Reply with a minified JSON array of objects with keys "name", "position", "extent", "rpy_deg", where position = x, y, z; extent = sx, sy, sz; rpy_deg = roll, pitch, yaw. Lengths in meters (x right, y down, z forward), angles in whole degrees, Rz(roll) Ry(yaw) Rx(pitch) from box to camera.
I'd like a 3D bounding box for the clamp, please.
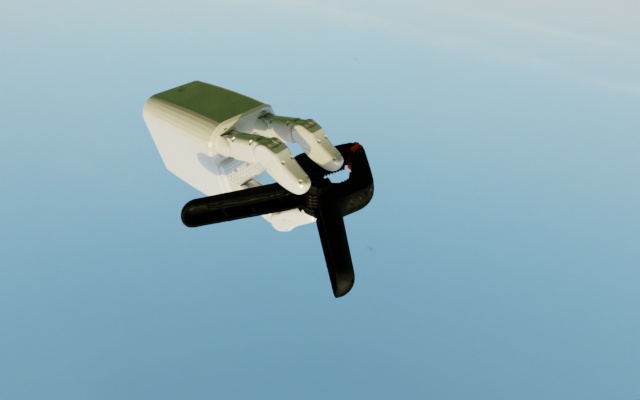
[{"name":"clamp","position":[0.000,0.002,0.456],"extent":[0.164,0.036,0.210],"rpy_deg":[28,40,24]}]
